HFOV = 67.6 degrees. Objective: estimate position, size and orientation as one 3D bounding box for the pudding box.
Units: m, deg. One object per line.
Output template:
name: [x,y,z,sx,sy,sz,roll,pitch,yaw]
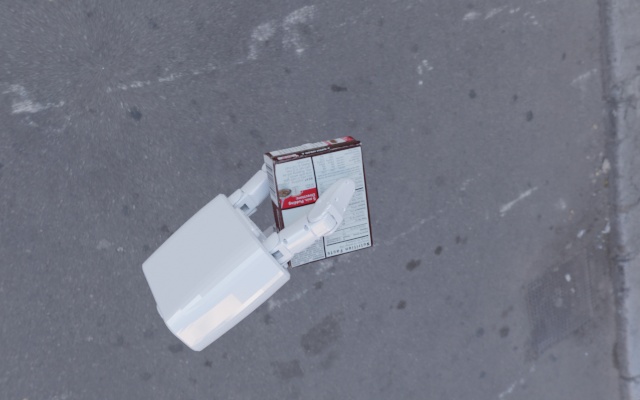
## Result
pudding box: [0.000,0.002,0.466,0.090,0.113,0.039,-13,23,-14]
